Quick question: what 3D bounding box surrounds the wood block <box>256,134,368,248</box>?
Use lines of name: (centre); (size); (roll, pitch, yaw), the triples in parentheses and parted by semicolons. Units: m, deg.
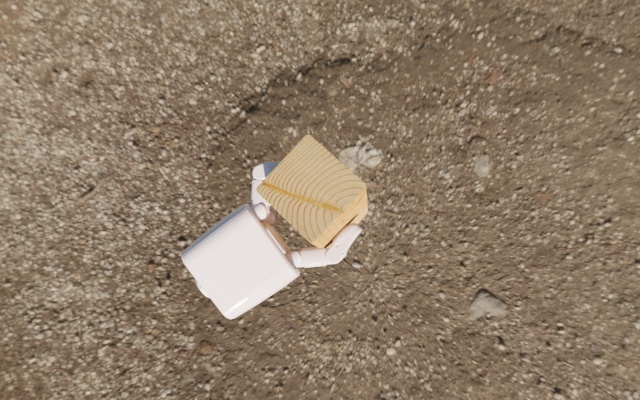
wood block: (0.000, 0.003, 0.621); (0.091, 0.090, 0.206); (43, -2, 11)
